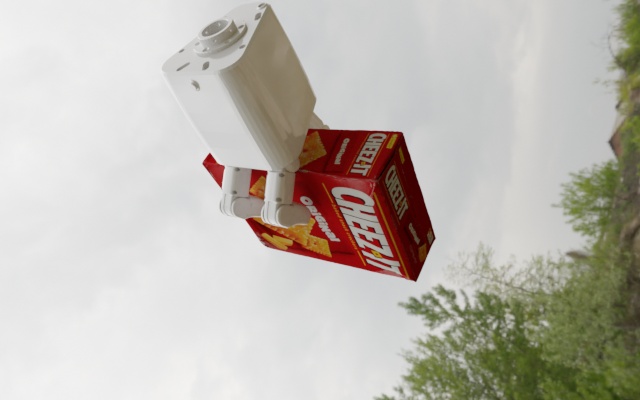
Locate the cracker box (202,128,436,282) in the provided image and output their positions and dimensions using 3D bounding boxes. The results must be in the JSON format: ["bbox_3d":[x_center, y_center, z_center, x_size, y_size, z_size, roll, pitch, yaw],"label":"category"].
[{"bbox_3d":[0.000,0.002,0.522,0.213,0.072,0.164,9,-35,33],"label":"cracker box"}]
